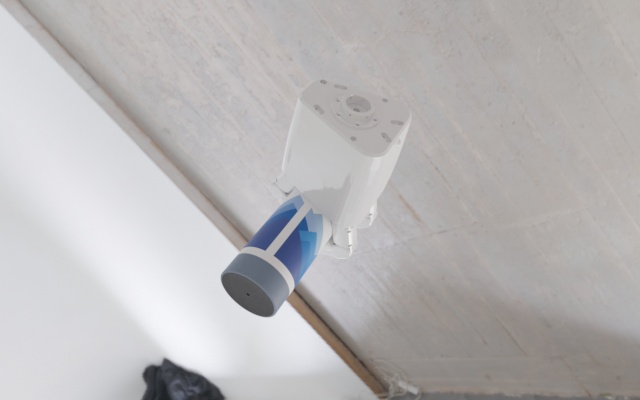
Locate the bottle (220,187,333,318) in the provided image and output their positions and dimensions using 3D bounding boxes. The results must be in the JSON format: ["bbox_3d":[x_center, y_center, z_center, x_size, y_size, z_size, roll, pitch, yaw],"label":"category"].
[{"bbox_3d":[0.000,0.002,0.557,0.069,0.069,0.295,0,38,38],"label":"bottle"}]
